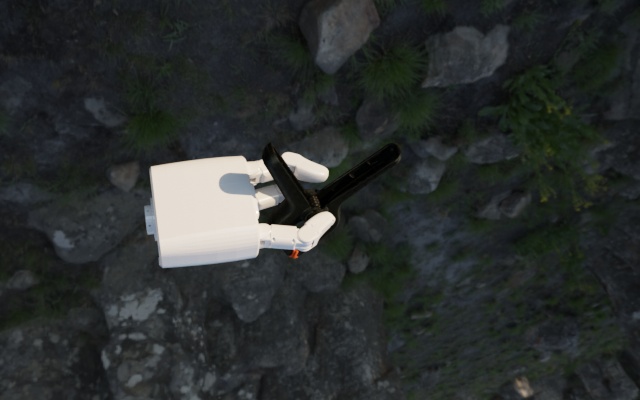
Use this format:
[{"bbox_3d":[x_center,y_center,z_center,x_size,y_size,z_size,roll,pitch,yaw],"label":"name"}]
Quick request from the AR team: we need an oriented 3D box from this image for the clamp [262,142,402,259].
[{"bbox_3d":[0.000,0.003,0.582,0.164,0.036,0.210,-7,-36,-19],"label":"clamp"}]
